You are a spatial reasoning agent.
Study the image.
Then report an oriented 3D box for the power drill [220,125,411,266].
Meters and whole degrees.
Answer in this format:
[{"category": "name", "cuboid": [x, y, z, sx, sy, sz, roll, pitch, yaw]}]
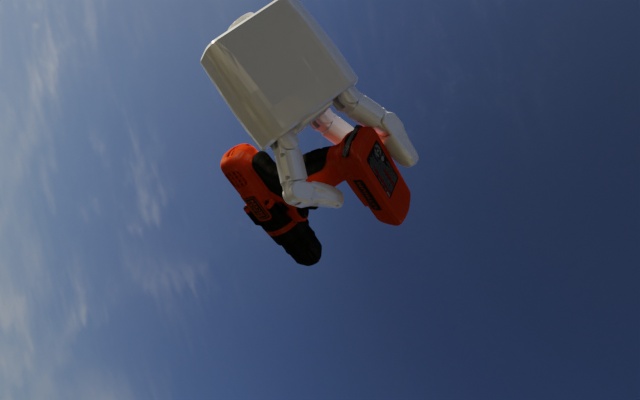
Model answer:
[{"category": "power drill", "cuboid": [0.000, 0.001, 0.534, 0.187, 0.184, 0.057, -12, 37, 35]}]
